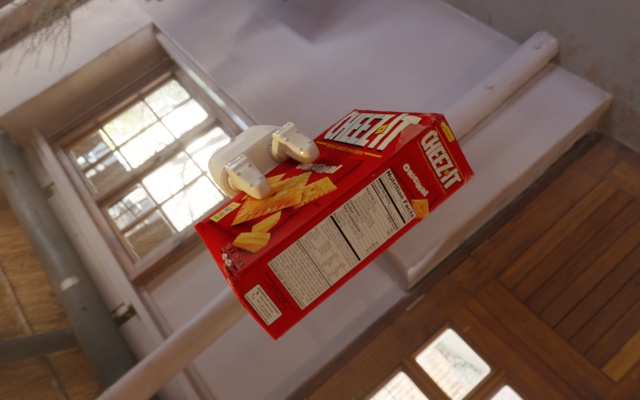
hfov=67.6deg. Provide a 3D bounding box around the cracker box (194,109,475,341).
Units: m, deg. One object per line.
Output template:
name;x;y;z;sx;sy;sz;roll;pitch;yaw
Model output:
cracker box;0.000;0.002;0.436;0.213;0.072;0.164;-38;23;-11
